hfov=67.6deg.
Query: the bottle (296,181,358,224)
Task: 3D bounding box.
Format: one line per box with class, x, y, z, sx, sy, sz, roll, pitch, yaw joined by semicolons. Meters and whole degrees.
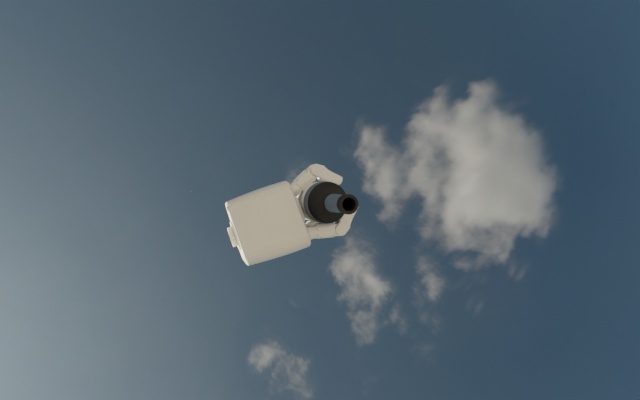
bottle;0.000;0.003;0.784;0.069;0.069;0.295;0;1;-15
